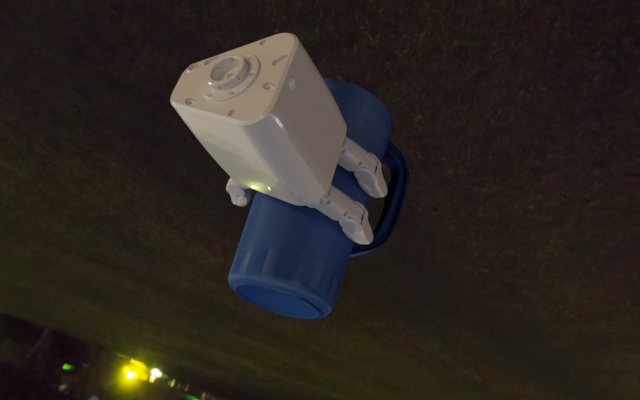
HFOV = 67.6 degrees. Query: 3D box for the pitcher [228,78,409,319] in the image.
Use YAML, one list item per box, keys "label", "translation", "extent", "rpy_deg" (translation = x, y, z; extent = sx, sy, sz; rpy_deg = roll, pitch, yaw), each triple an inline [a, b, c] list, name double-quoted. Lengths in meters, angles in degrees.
- label: "pitcher"
  translation: [0.000, 0.002, 0.524]
  extent: [0.149, 0.242, 0.145]
  rpy_deg: [4, -30, 24]
